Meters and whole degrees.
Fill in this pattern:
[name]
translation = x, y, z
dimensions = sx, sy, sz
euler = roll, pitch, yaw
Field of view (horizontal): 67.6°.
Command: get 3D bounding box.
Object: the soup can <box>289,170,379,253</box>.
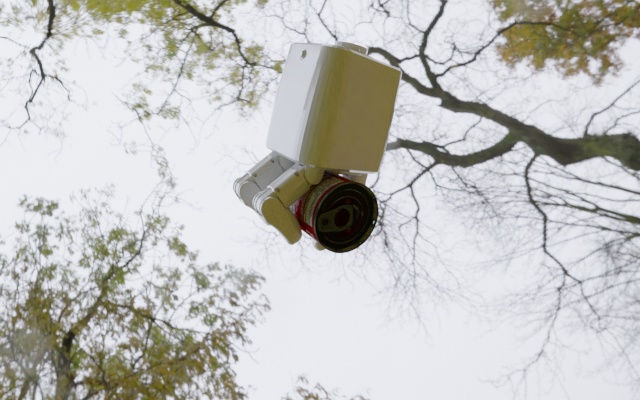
[soup can]
translation = 0.000, 0.002, 0.471
dimensions = 0.068, 0.068, 0.102
euler = 0, 17, -31
